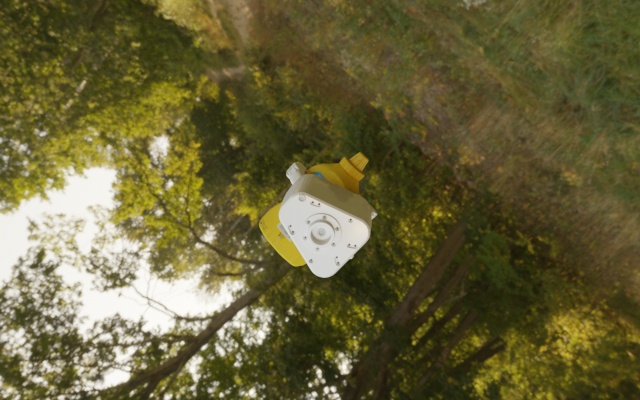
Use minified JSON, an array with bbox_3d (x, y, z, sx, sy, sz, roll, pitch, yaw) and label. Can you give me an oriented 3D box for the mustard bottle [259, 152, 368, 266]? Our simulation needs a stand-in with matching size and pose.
[{"bbox_3d":[0.000,0.003,0.720,0.096,0.192,0.058,48,14,19],"label":"mustard bottle"}]
